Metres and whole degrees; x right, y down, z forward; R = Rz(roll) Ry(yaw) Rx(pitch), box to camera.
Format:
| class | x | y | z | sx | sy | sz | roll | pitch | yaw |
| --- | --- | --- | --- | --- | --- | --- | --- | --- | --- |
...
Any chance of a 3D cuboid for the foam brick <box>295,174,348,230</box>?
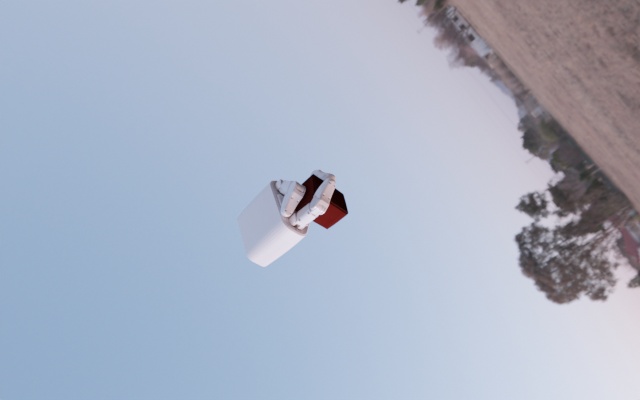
| class | x | y | z | sx | sy | sz | roll | pitch | yaw |
| --- | --- | --- | --- | --- | --- | --- | --- | --- | --- |
| foam brick | 0.000 | 0.003 | 0.820 | 0.078 | 0.053 | 0.051 | 32 | -60 | -30 |
